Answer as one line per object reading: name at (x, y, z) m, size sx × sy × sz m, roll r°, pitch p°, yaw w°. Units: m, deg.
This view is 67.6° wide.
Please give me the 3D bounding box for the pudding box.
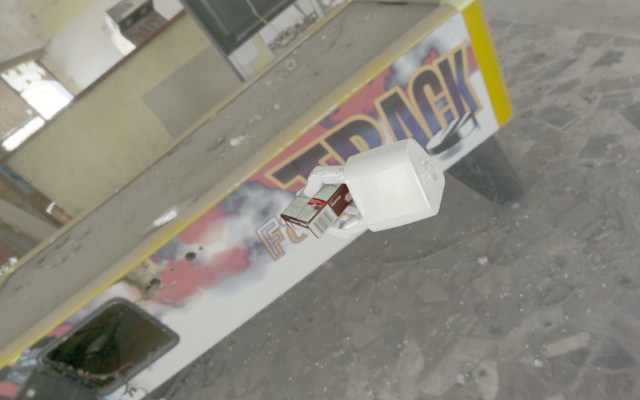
pudding box at (0.000, 0.002, 0.772) m, size 0.113 × 0.039 × 0.090 m, roll -47°, pitch 29°, yaw -18°
